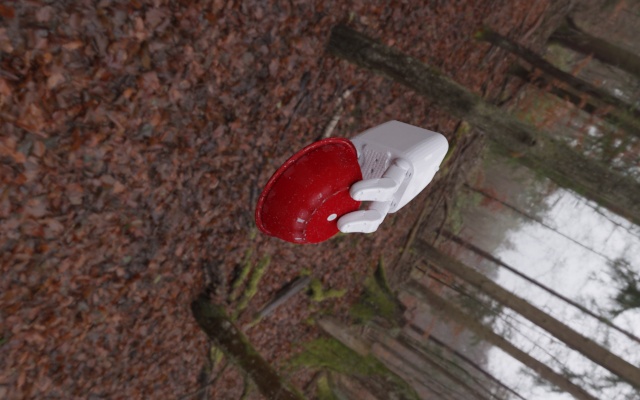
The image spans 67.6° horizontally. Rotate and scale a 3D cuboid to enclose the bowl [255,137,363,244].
[{"bbox_3d":[-0.001,0.003,0.594,0.162,0.162,0.055,0,40,-52],"label":"bowl"}]
